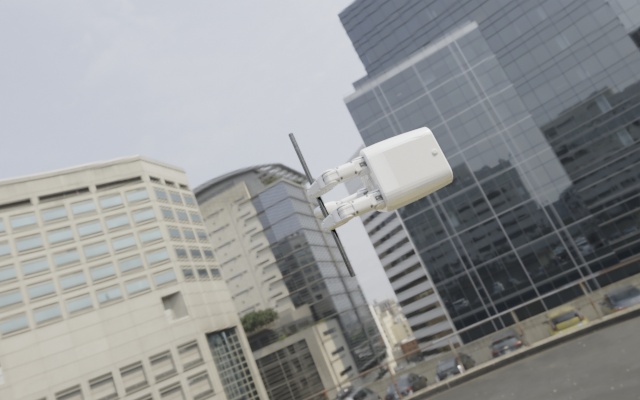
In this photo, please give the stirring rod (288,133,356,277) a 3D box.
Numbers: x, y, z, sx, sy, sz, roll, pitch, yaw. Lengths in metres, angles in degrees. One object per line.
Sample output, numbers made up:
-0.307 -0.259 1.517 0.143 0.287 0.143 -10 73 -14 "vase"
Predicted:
0.000 0.002 0.716 0.011 0.239 0.011 -22 -15 -6 "stirring rod"
